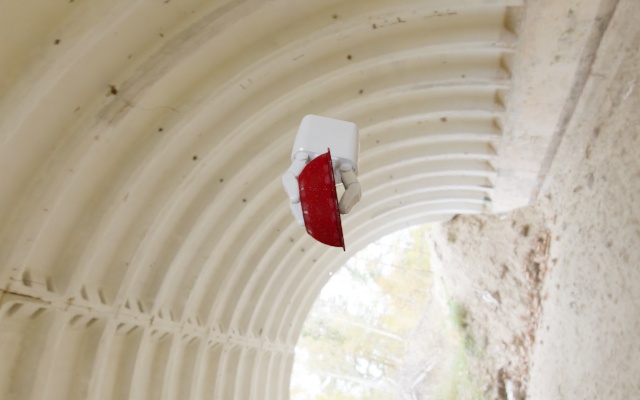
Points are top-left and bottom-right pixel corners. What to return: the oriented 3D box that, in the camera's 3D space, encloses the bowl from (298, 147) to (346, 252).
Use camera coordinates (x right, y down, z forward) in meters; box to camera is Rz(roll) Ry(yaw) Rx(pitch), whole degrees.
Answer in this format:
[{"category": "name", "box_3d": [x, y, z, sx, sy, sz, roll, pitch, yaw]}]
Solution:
[{"category": "bowl", "box_3d": [0.000, 0.003, 0.731, 0.055, 0.162, 0.162, -9, 0, 2]}]
